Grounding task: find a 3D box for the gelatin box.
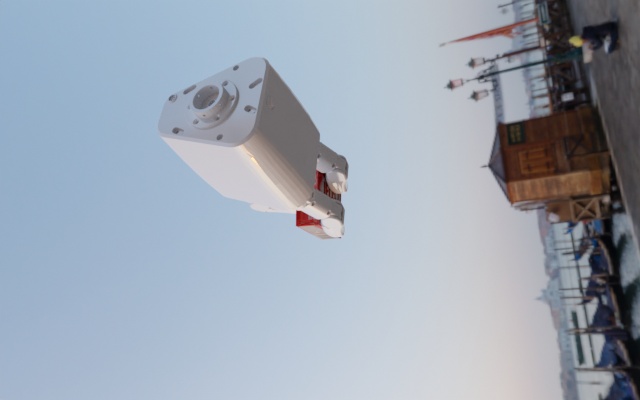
[{"bbox_3d":[0.000,0.002,0.552,0.030,0.073,0.089,-4,-16,18],"label":"gelatin box"}]
